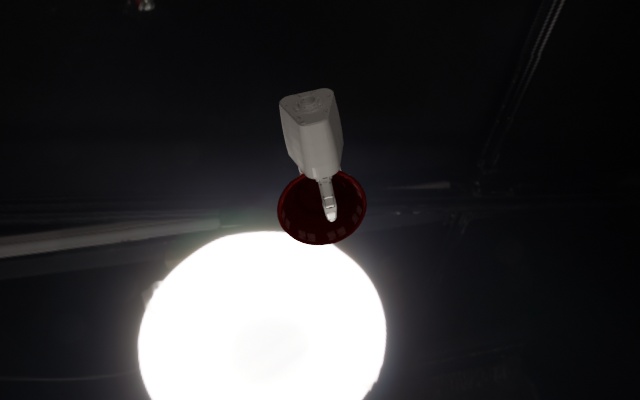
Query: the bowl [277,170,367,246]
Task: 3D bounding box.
[{"bbox_3d":[0.000,0.004,0.871,0.162,0.162,0.055,0,30,-9],"label":"bowl"}]
